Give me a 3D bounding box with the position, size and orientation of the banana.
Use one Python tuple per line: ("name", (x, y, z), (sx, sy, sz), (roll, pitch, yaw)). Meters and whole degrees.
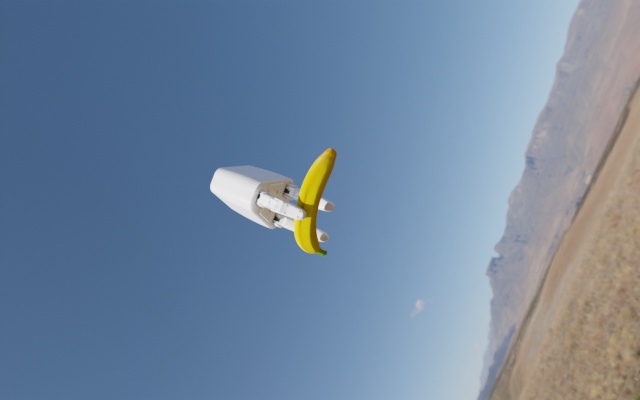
("banana", (-0.012, 0.010, 0.800), (0.037, 0.198, 0.069), (22, 27, 34))
